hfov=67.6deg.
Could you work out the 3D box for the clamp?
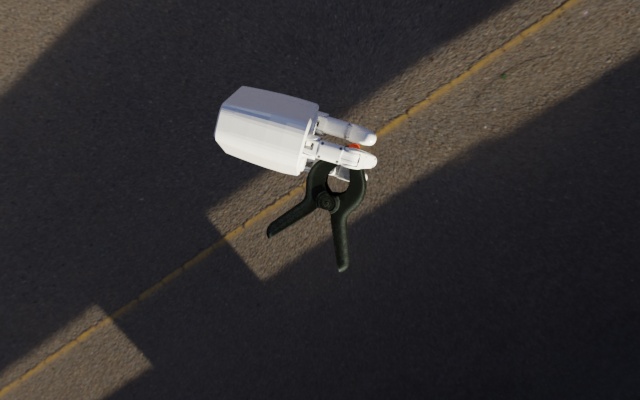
[{"bbox_3d":[0.000,0.002,0.628,0.120,0.171,0.039,15,12,-1],"label":"clamp"}]
